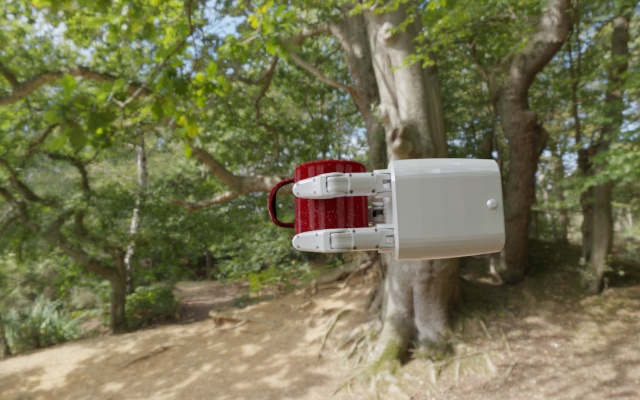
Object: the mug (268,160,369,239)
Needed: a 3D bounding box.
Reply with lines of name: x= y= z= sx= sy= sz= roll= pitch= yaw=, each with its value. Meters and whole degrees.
mug: x=-0.001 y=0.002 z=0.536 sx=0.117 sy=0.081 sz=0.093 roll=-2 pitch=-7 yaw=1
